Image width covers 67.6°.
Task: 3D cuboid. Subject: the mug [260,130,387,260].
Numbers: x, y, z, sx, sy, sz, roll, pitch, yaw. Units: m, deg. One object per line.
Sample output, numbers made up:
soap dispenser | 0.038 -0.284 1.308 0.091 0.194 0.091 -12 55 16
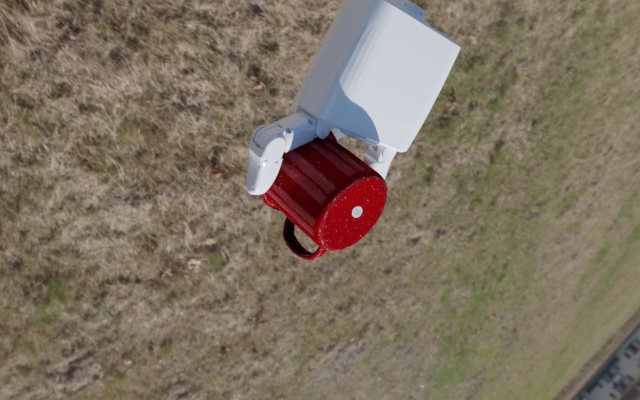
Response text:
mug | 0.000 0.003 0.433 0.093 0.117 0.081 3 30 -48
